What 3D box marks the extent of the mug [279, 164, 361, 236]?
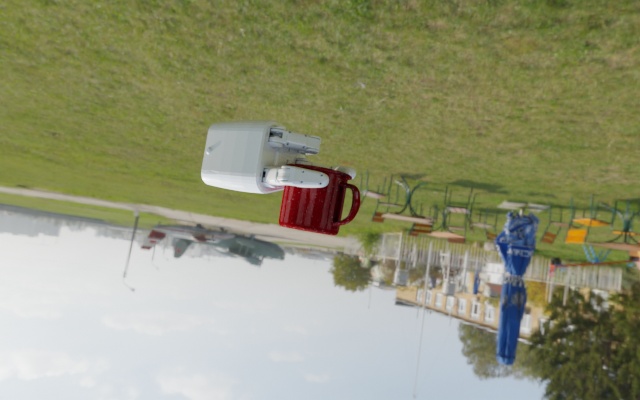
[{"bbox_3d":[0.001,0.002,0.629,0.117,0.081,0.093,7,-5,33],"label":"mug"}]
